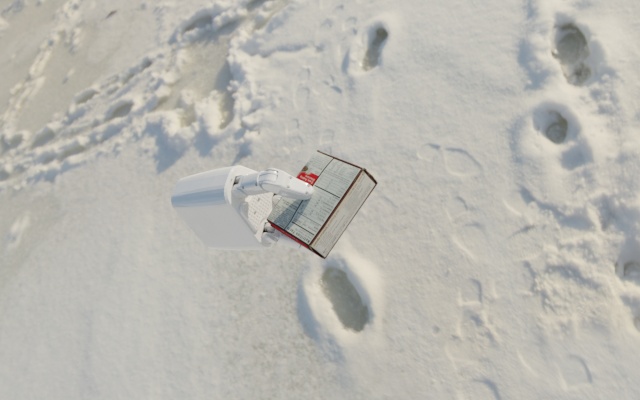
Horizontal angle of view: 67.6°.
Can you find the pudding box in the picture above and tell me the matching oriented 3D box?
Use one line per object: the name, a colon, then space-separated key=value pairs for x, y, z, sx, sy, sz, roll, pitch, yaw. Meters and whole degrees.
pudding box: x=0.000 y=0.002 z=0.571 sx=0.090 sy=0.113 sz=0.039 roll=28 pitch=-9 yaw=45
